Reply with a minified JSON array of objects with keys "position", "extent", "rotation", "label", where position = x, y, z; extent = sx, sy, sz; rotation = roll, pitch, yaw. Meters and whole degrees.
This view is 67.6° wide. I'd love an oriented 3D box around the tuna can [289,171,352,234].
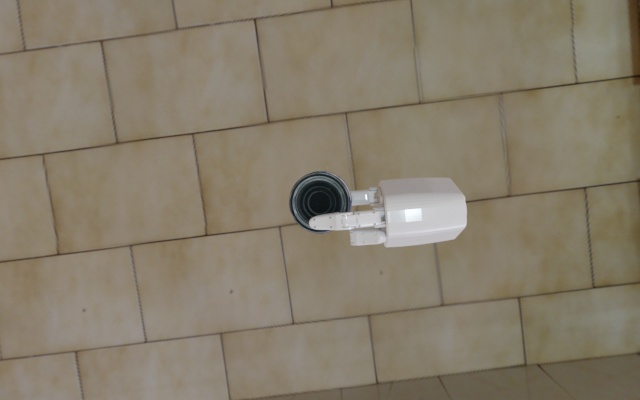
[{"position":[0.000,0.002,0.661],"extent":[0.086,0.086,0.034],"rotation":[0,5,6],"label":"tuna can"}]
